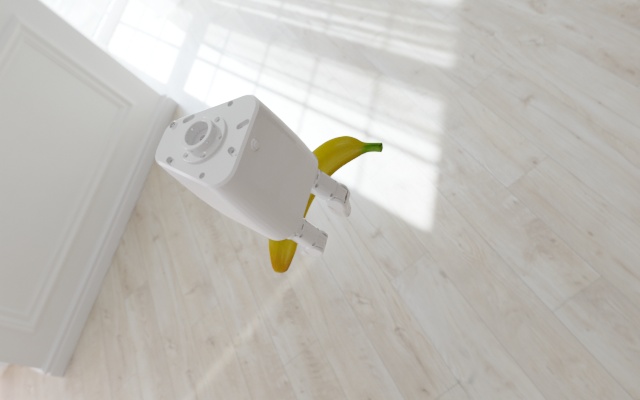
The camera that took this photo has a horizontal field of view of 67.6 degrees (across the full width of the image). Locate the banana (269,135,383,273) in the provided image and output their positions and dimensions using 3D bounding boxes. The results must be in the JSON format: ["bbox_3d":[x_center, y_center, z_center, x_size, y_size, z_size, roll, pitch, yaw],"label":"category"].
[{"bbox_3d":[-0.011,-0.009,0.565,0.069,0.198,0.037,33,-10,34],"label":"banana"}]
